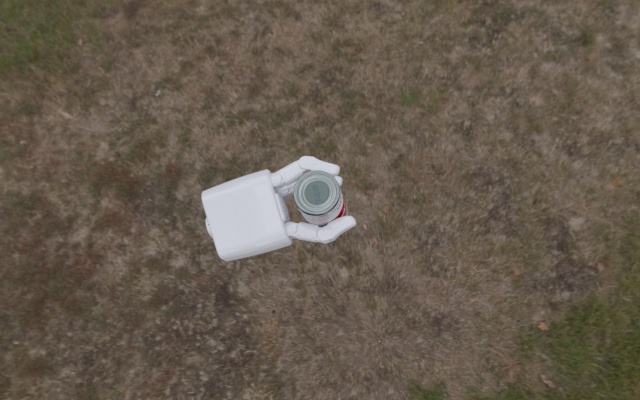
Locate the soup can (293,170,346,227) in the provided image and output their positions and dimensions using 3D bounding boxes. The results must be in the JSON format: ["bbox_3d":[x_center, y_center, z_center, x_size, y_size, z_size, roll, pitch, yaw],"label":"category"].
[{"bbox_3d":[0.001,0.002,0.704,0.068,0.068,0.102,0,-16,7],"label":"soup can"}]
